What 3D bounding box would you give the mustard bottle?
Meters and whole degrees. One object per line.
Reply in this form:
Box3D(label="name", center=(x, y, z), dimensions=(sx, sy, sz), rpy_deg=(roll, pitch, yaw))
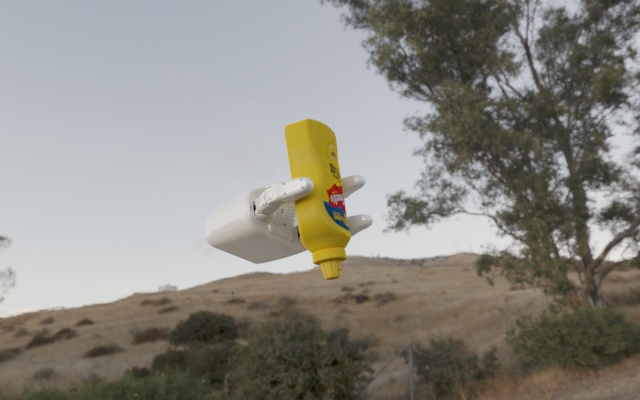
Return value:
Box3D(label="mustard bottle", center=(0.000, 0.002, 0.591), dimensions=(0.058, 0.191, 0.096), rpy_deg=(-14, -18, 18))
